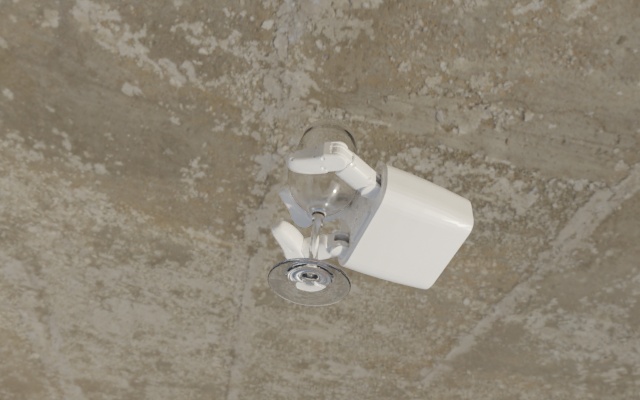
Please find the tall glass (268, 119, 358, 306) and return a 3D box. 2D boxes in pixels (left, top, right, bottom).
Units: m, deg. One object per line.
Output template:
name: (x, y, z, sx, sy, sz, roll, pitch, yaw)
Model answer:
tall glass: (0.000, 0.002, 0.488, 0.079, 0.200, 0.079, 4, -43, 4)
